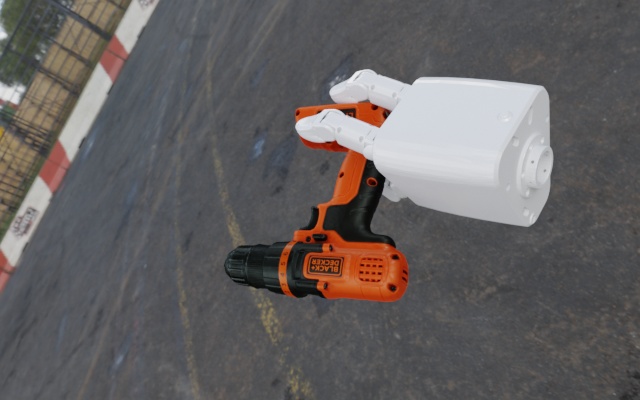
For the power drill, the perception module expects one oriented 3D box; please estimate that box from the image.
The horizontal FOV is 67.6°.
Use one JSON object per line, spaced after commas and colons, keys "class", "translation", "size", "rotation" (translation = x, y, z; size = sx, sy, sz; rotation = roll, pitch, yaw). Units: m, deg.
{"class": "power drill", "translation": [0.000, 0.001, 0.465], "size": [0.184, 0.187, 0.057], "rotation": [1, -17, 24]}
